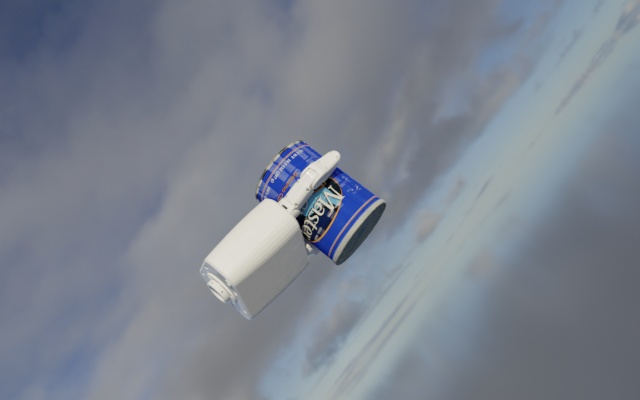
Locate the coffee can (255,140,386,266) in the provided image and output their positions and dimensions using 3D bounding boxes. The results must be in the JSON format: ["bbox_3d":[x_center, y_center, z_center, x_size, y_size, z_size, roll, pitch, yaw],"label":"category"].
[{"bbox_3d":[0.000,0.002,0.629,0.140,0.103,0.103,38,12,15],"label":"coffee can"}]
